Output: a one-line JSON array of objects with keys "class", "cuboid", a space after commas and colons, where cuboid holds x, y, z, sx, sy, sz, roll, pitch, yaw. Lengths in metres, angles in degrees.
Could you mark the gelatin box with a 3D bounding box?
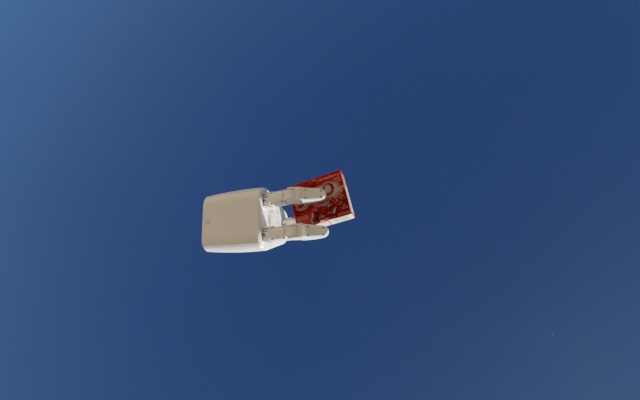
[{"class": "gelatin box", "cuboid": [0.001, 0.002, 0.735, 0.089, 0.073, 0.030, -17, -19, 10]}]
